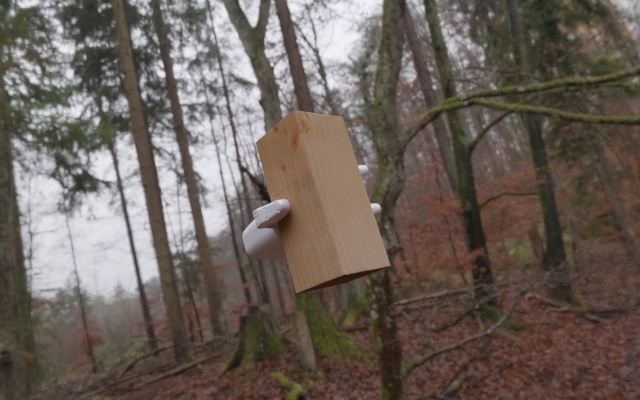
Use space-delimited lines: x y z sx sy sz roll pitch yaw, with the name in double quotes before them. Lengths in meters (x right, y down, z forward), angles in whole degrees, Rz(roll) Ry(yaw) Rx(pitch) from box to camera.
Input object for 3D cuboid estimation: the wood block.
"wood block" 0.000 0.002 0.607 0.091 0.206 0.090 -3 -19 -44
